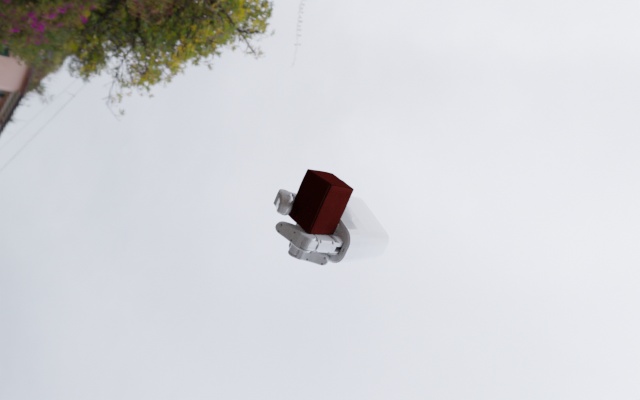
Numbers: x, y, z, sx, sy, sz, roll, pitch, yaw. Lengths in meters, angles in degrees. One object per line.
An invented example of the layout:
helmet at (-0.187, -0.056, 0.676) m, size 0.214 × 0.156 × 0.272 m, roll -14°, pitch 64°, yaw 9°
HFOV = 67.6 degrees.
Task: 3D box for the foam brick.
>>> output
foam brick at (0.000, 0.002, 0.671) m, size 0.051 × 0.078 × 0.053 m, roll 5°, pitch 25°, yaw -45°
